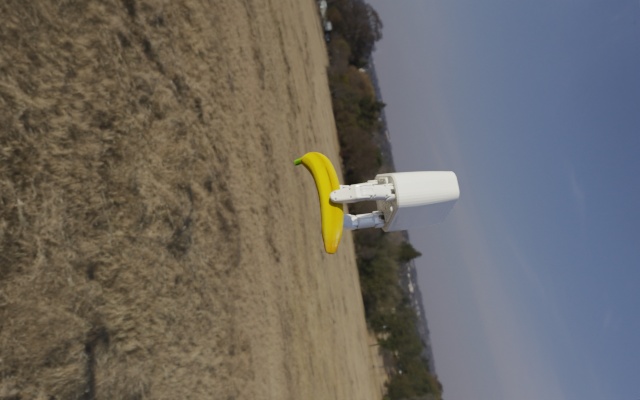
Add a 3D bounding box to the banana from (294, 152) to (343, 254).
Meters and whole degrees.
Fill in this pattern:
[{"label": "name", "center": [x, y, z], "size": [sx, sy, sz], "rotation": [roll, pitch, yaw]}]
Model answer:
[{"label": "banana", "center": [0.006, -0.012, 0.764], "size": [0.037, 0.197, 0.070], "rotation": [2, -40, -27]}]
